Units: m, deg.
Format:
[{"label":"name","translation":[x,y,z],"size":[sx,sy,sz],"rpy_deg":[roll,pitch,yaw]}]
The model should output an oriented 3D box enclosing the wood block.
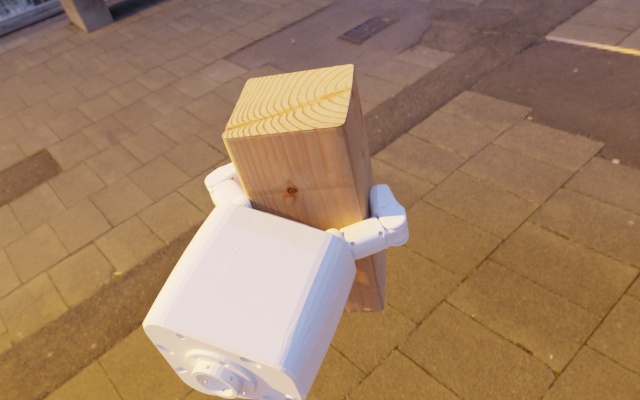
[{"label":"wood block","translation":[0.000,0.002,0.417],"size":[0.091,0.206,0.090],"rpy_deg":[-4,41,13]}]
